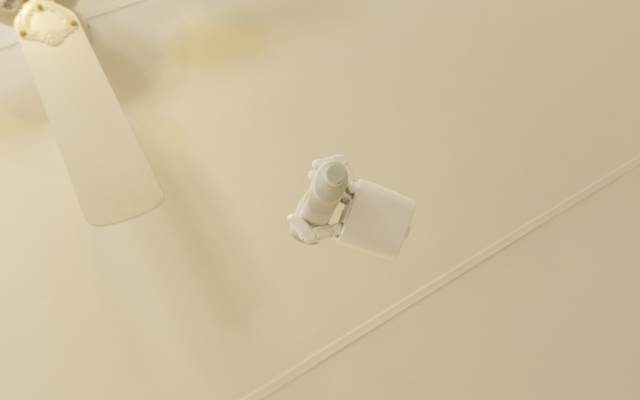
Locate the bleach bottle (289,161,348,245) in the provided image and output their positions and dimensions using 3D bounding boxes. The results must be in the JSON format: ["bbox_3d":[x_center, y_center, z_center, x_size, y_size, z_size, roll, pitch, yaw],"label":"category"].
[{"bbox_3d":[0.000,0.003,0.815,0.068,0.102,0.251,20,-18,-3],"label":"bleach bottle"}]
